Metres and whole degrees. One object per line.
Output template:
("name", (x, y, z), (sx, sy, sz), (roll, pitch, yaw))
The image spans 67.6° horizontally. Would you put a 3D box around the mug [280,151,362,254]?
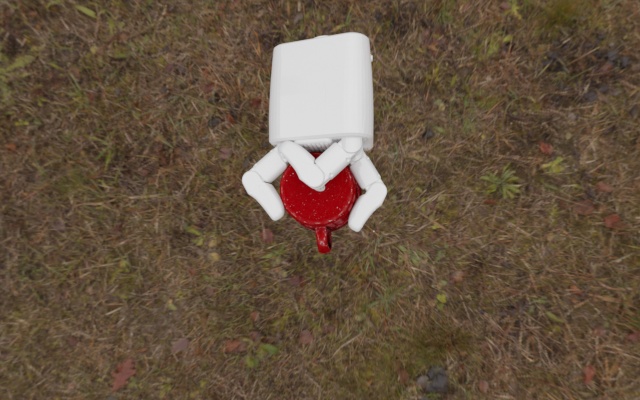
("mug", (0.000, 0.003, 0.545), (0.093, 0.117, 0.081), (-2, -4, 6))
